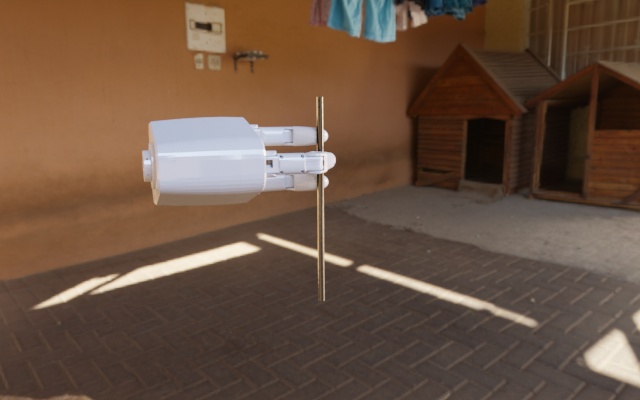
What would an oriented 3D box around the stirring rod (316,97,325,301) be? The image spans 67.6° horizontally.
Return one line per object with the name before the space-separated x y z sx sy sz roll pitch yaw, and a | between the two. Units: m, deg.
stirring rod | 0.000 0.002 0.559 0.011 0.239 0.011 -1 9 0
